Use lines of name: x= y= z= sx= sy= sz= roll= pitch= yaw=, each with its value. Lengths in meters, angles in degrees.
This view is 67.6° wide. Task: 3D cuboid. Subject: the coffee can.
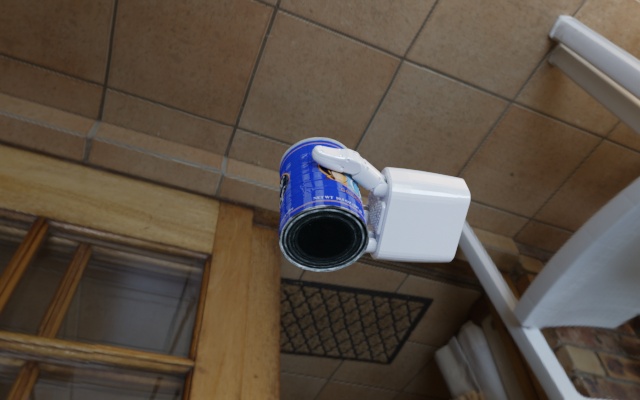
coffee can: x=0.000 y=0.002 z=0.590 sx=0.103 sy=0.103 sz=0.140 roll=0 pitch=39 yaw=-5
